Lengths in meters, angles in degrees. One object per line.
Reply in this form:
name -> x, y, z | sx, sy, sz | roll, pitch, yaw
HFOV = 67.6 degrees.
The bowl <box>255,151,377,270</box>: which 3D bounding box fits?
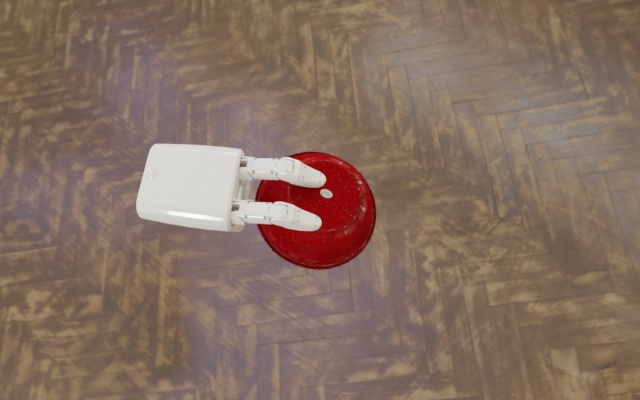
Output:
bowl -> 0.001, 0.002, 0.596 | 0.162, 0.162, 0.055 | 0, -19, -12
